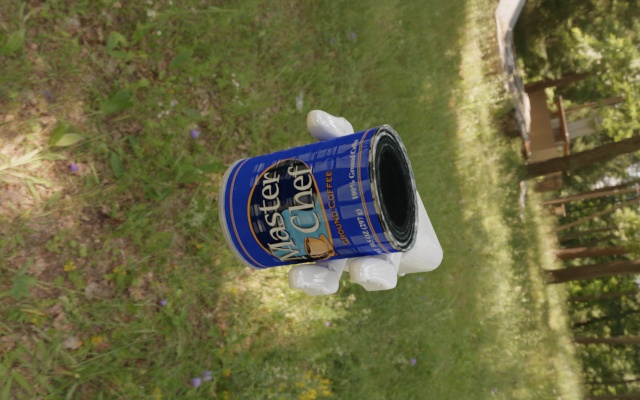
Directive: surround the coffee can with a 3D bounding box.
[{"bbox_3d":[0.000,0.001,0.406,0.140,0.103,0.103,-10,-5,27],"label":"coffee can"}]
